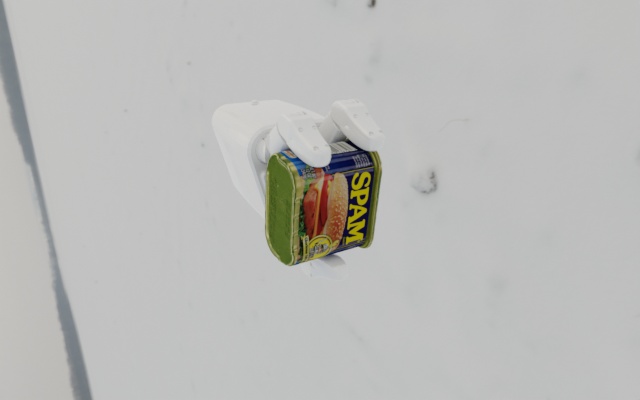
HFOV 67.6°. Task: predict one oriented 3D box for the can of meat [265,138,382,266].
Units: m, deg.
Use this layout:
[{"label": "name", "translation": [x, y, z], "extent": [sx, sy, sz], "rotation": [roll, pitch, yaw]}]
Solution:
[{"label": "can of meat", "translation": [0.000, 0.002, 0.416], "extent": [0.084, 0.102, 0.057], "rotation": [-13, 32, -29]}]
